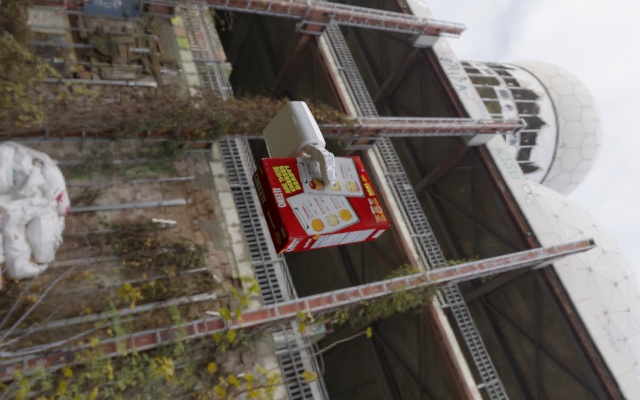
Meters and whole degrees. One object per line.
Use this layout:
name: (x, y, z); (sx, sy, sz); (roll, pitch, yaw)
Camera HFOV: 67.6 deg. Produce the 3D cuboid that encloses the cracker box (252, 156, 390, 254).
cracker box: (0.000, 0.003, 0.880); (0.213, 0.164, 0.072); (-5, -30, -30)
